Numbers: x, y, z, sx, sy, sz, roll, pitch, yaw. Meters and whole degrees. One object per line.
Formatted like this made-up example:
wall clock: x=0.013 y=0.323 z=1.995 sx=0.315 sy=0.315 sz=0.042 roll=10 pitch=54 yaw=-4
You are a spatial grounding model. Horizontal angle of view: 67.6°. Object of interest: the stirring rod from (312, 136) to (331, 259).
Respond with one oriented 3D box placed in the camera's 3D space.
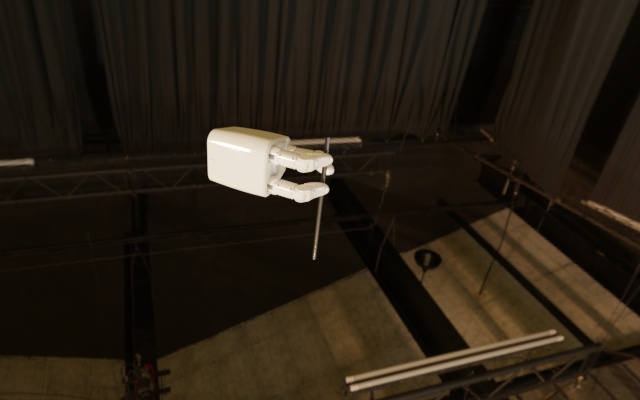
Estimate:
stirring rod: x=0.000 y=0.003 z=0.807 sx=0.011 sy=0.240 sz=0.011 roll=5 pitch=31 yaw=-3
